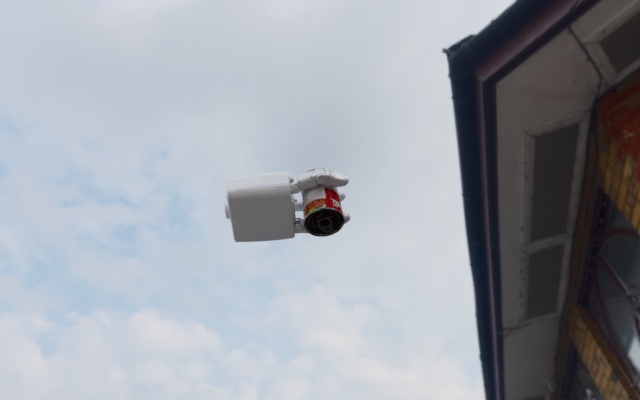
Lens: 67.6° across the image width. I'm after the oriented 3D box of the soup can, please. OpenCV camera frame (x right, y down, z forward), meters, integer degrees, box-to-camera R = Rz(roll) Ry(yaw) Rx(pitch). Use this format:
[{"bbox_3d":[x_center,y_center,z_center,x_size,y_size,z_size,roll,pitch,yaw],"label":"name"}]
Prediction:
[{"bbox_3d":[0.001,0.002,0.819,0.068,0.069,0.102,0,44,-10],"label":"soup can"}]
